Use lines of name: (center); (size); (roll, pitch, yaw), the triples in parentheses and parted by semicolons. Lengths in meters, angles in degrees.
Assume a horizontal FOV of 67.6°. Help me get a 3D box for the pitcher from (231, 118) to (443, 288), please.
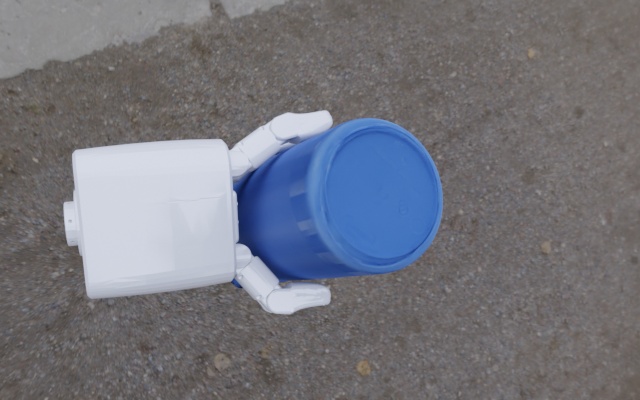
pitcher: (0.000, 0.001, 0.430); (0.145, 0.149, 0.243); (-4, -5, -24)
